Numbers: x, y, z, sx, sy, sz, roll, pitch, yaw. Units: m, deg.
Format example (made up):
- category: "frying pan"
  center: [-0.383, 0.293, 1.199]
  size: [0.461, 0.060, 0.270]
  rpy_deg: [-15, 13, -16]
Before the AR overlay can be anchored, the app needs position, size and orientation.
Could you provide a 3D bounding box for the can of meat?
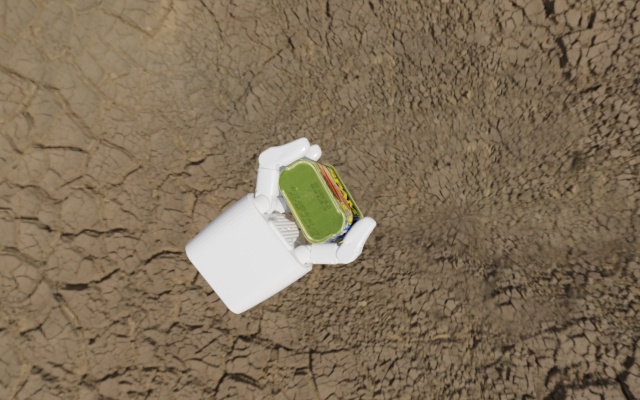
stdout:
- category: "can of meat"
  center: [0.000, 0.002, 0.567]
  size: [0.057, 0.102, 0.084]
  rpy_deg: [-32, -10, 14]
